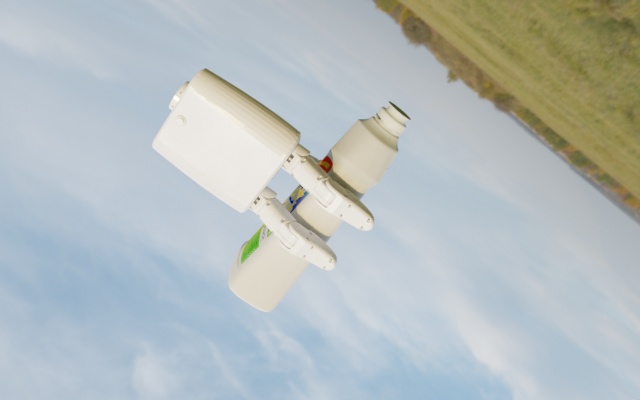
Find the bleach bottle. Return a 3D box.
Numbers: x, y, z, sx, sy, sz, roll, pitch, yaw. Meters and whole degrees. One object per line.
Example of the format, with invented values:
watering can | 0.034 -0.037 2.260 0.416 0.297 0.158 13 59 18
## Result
bleach bottle | 0.000 0.002 0.501 0.068 0.251 0.102 35 22 -12
